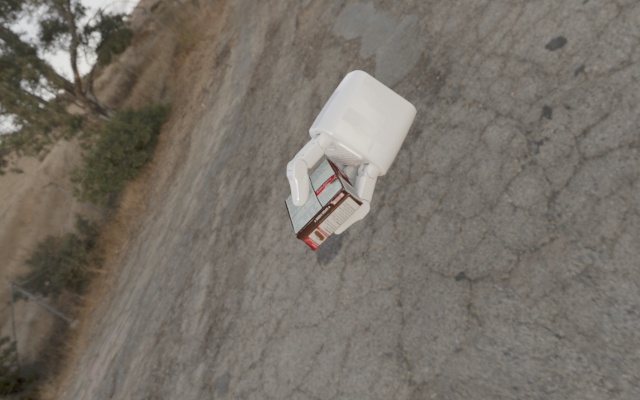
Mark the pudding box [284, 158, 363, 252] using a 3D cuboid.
[{"bbox_3d":[0.000,0.002,0.635,0.039,0.090,0.113,40,12,-23],"label":"pudding box"}]
